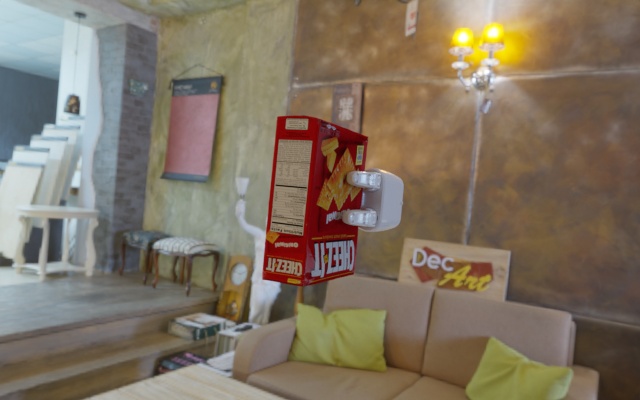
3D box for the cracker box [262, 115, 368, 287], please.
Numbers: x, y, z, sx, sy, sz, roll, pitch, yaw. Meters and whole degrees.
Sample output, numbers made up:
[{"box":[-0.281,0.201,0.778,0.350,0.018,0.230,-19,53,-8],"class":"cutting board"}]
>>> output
[{"box":[0.000,0.002,0.666,0.072,0.213,0.164,5,0,28],"class":"cracker box"}]
